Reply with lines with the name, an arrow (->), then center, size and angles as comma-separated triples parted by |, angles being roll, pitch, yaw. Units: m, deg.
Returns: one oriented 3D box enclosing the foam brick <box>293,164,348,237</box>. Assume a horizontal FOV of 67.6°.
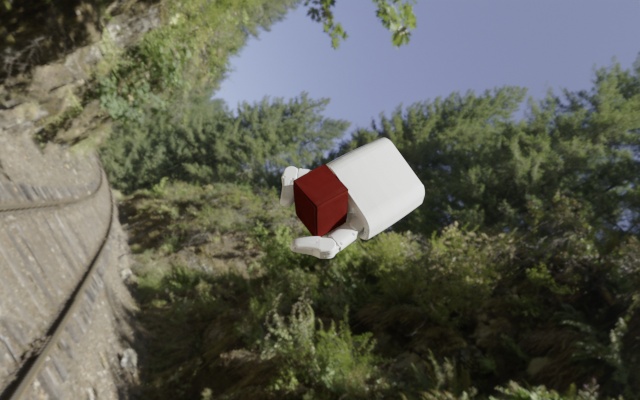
foam brick -> 0.000, 0.002, 0.624 | 0.051, 0.053, 0.078 | -29, -31, -19
